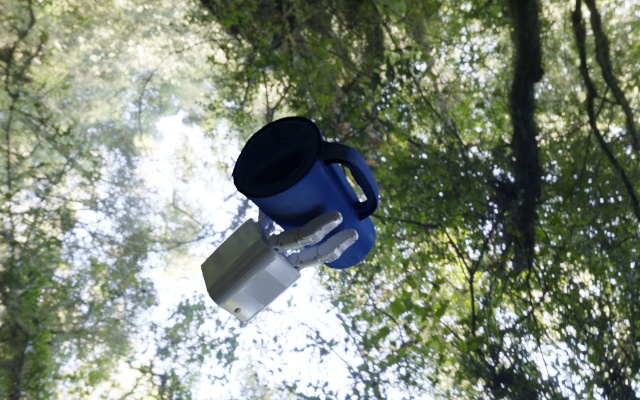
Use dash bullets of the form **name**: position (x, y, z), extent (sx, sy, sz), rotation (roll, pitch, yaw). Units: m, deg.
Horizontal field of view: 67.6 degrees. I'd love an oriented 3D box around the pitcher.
- **pitcher**: position (0.000, 0.002, 0.692), extent (0.149, 0.145, 0.243), rotation (45, -4, 44)
